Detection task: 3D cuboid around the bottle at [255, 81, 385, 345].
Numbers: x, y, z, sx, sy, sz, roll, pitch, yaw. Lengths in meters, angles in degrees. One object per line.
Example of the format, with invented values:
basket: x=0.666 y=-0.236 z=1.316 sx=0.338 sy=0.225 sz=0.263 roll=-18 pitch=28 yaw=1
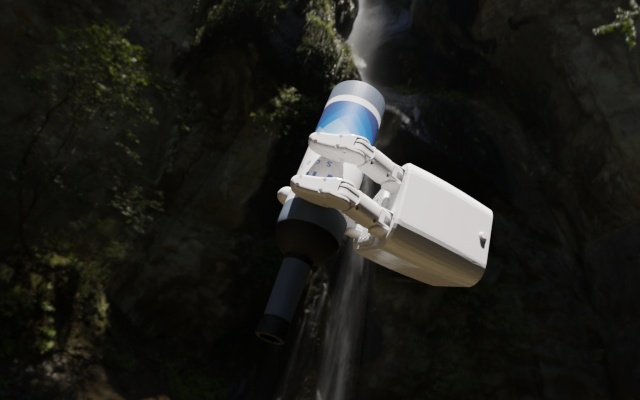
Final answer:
bottle: x=0.000 y=0.001 z=0.489 sx=0.069 sy=0.295 sz=0.069 roll=15 pitch=-31 yaw=9
